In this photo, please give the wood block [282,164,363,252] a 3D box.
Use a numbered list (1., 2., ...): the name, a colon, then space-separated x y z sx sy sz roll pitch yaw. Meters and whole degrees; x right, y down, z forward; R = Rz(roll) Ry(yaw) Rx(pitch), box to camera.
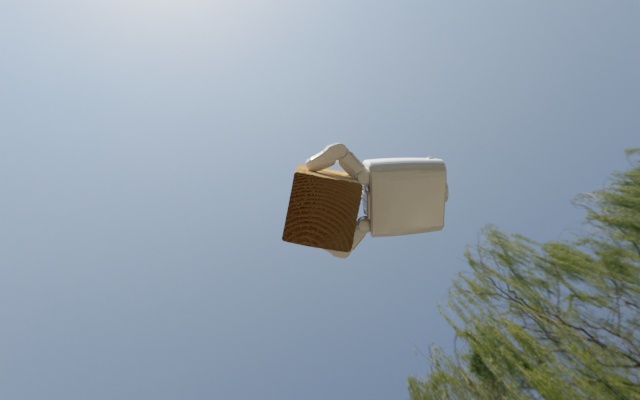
1. wood block: 0.000 0.003 0.692 0.090 0.091 0.206 10 7 -2
